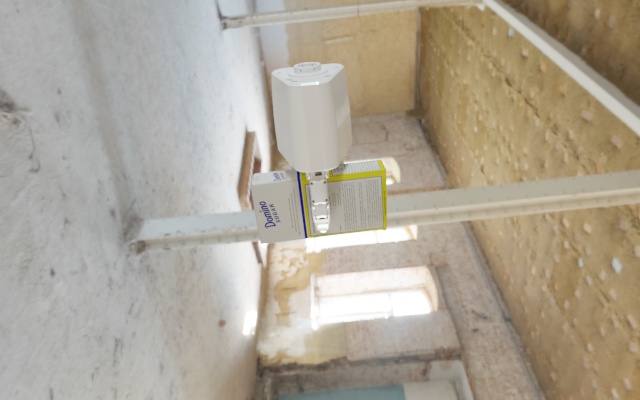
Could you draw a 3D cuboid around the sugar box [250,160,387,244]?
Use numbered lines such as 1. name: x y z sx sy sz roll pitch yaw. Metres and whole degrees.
1. sugar box: 0.000 0.002 0.645 0.176 0.093 0.048 -5 27 1
